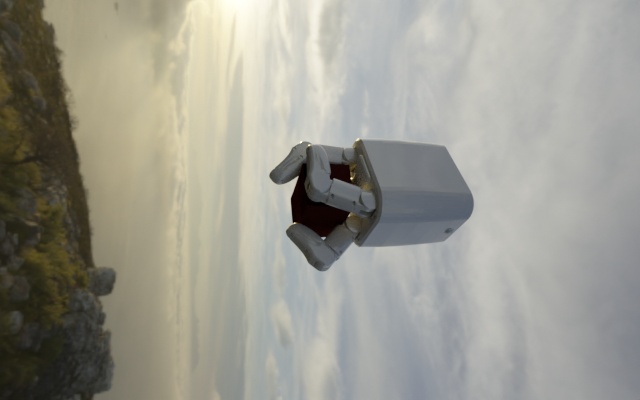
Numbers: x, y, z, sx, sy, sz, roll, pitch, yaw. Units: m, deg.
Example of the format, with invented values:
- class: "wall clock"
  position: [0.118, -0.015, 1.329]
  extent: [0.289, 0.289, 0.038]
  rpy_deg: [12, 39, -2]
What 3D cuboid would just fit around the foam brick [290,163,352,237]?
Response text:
- class: "foam brick"
  position: [0.000, 0.002, 0.522]
  extent: [0.051, 0.053, 0.078]
  rpy_deg: [1, -28, -14]
